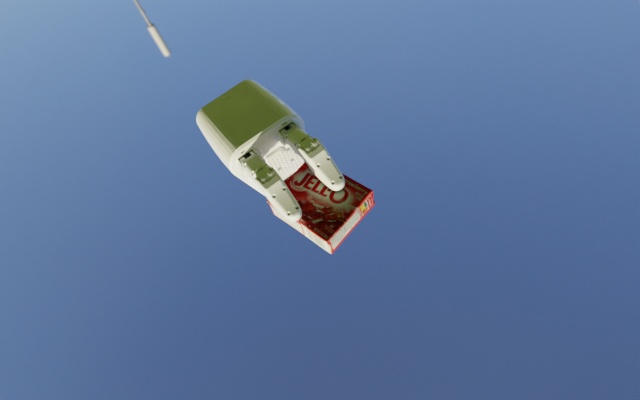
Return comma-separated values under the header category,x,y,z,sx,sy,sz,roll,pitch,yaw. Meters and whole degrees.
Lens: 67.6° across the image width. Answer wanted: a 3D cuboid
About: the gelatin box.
category,x,y,z,sx,sy,sz,roll,pitch,yaw
gelatin box,0.000,0.002,0.501,0.089,0.073,0.030,33,-21,29
